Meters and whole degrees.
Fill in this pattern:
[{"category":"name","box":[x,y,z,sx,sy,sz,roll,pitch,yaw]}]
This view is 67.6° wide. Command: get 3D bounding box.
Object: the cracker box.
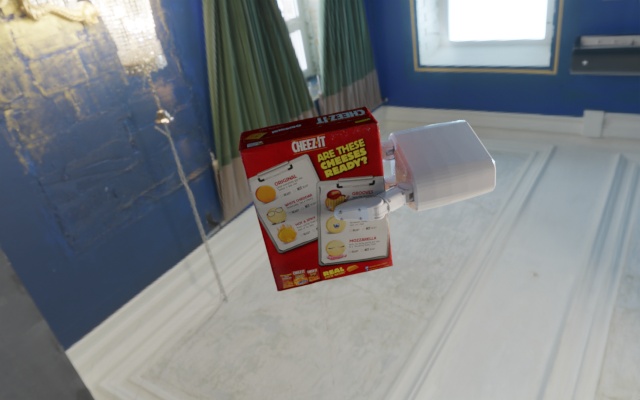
[{"category":"cracker box","box":[0.000,0.002,0.619,0.164,0.214,0.072,-12,30,-2]}]
